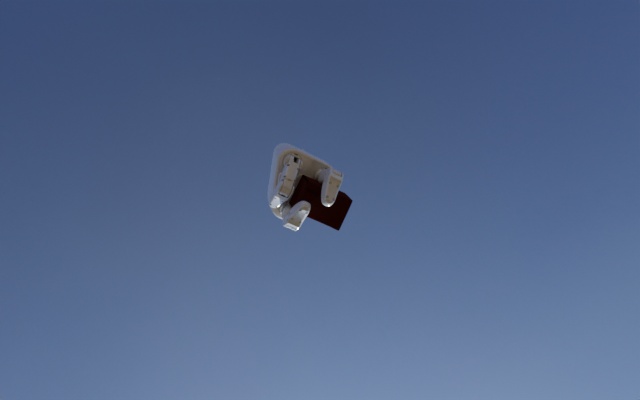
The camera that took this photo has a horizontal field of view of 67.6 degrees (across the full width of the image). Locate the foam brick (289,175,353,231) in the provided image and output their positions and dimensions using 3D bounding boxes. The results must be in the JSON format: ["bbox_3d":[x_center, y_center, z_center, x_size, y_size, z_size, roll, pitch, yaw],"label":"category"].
[{"bbox_3d":[0.000,0.003,0.728,0.078,0.053,0.051,24,8,-16],"label":"foam brick"}]
